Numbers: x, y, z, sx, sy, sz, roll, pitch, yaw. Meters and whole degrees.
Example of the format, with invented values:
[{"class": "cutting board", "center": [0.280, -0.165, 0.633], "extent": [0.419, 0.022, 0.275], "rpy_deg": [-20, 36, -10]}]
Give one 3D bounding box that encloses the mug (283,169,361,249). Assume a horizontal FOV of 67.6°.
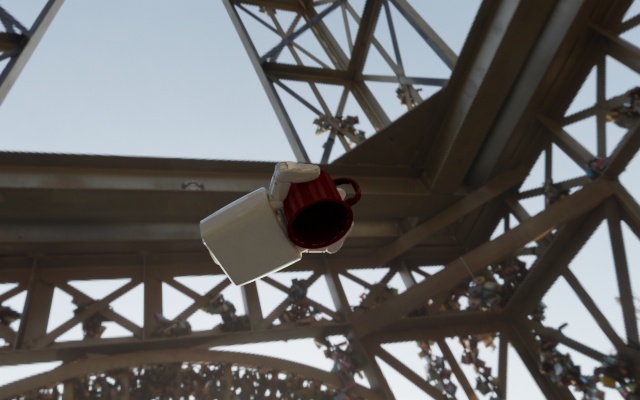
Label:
[{"class": "mug", "center": [0.001, 0.001, 0.671], "extent": [0.117, 0.081, 0.093], "rpy_deg": [-26, -46, 3]}]
